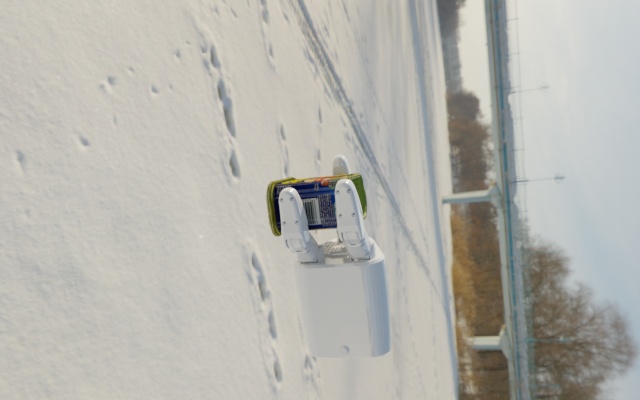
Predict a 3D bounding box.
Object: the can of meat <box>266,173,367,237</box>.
[{"bbox_3d":[0.000,0.002,0.510,0.084,0.057,0.102,-5,5,15],"label":"can of meat"}]
